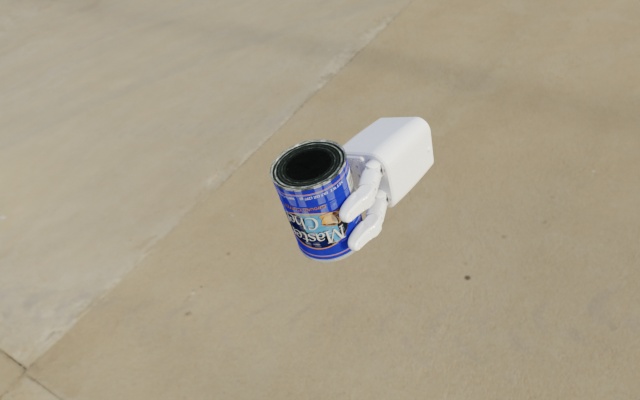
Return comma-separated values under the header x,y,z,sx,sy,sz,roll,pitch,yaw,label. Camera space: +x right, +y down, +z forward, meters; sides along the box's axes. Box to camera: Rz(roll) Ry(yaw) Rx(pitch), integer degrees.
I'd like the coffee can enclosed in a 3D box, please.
x,y,z,sx,sy,sz,roll,pitch,yaw,label
0.000,0.002,0.658,0.103,0.140,0.102,-10,41,9,coffee can
